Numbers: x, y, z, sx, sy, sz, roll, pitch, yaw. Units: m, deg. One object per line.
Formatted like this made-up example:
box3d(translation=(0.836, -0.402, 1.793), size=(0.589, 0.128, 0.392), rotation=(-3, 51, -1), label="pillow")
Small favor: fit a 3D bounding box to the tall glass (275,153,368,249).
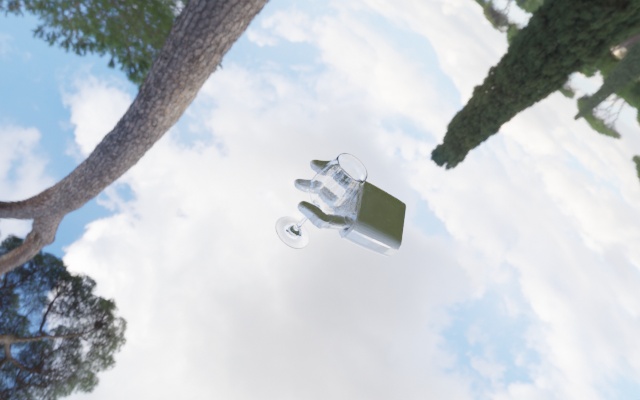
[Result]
box3d(translation=(0.000, 0.003, 0.851), size=(0.079, 0.079, 0.201), rotation=(0, -36, -41), label="tall glass")
